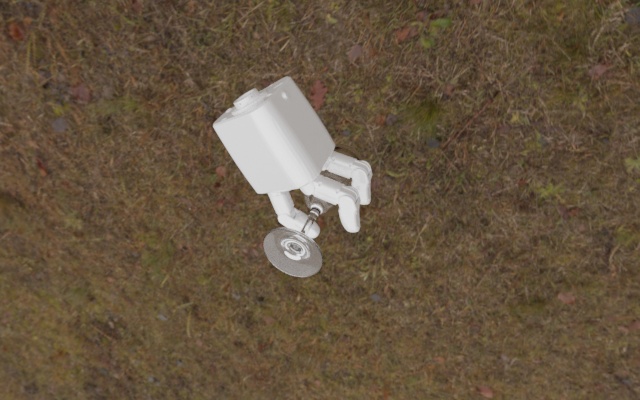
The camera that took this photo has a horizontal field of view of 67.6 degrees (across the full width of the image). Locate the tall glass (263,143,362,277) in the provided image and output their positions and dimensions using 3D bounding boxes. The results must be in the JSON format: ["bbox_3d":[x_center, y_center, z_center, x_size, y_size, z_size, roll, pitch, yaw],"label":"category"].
[{"bbox_3d":[0.000,0.003,0.619,0.079,0.079,0.201,0,36,24],"label":"tall glass"}]
